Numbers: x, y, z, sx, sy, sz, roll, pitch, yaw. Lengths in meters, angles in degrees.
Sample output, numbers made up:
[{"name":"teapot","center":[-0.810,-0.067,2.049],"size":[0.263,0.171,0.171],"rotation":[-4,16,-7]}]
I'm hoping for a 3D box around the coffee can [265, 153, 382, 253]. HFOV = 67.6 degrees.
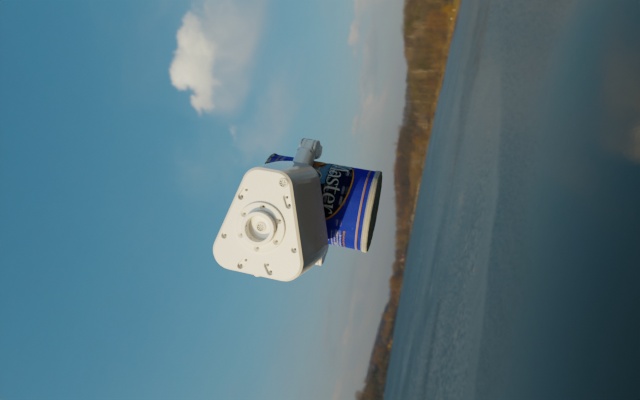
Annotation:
[{"name":"coffee can","center":[0.000,0.002,0.606],"size":[0.140,0.103,0.103],"rotation":[10,2,11]}]
